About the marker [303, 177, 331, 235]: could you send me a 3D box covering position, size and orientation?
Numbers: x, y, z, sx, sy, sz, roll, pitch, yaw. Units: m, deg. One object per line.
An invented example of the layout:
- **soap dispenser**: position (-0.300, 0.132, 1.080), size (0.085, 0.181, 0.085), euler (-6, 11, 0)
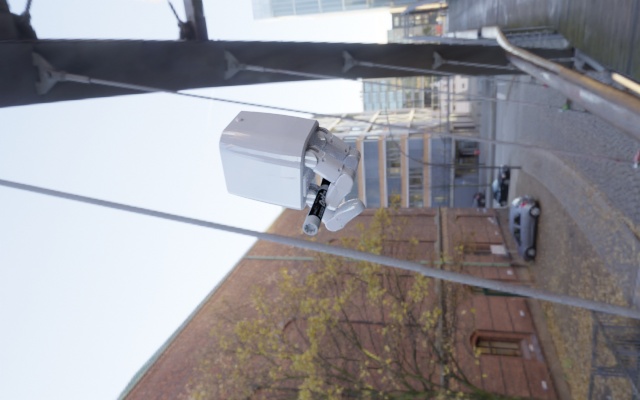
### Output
- **marker**: position (0.000, 0.002, 0.603), size (0.020, 0.020, 0.121), euler (0, 31, 13)
